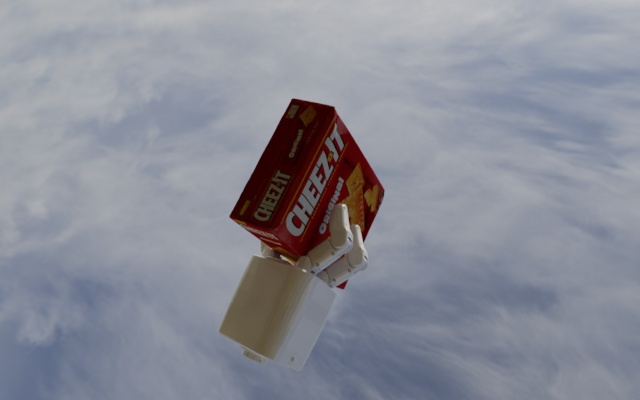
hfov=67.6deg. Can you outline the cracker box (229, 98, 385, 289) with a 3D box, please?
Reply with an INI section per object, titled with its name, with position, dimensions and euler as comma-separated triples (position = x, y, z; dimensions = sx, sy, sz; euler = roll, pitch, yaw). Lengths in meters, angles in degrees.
[cracker box]
position = 0.000, 0.002, 0.613
dimensions = 0.072, 0.164, 0.214
euler = 16, -18, 31
